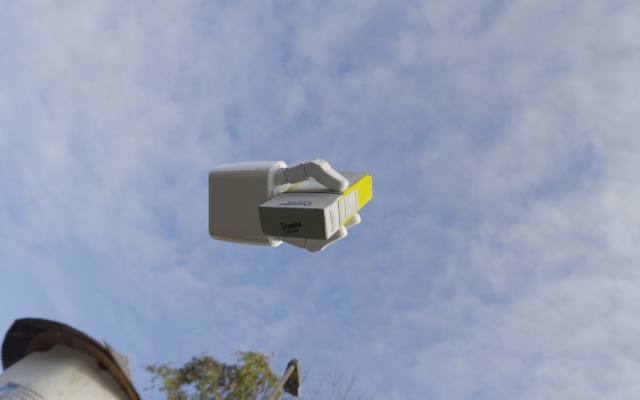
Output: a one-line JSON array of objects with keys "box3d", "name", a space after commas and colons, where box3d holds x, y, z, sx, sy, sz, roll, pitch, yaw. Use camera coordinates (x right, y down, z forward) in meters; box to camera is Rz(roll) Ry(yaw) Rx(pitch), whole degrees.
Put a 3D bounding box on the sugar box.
[{"box3d": [0.000, 0.003, 0.649, 0.093, 0.048, 0.176, 2, 20, 25], "name": "sugar box"}]
